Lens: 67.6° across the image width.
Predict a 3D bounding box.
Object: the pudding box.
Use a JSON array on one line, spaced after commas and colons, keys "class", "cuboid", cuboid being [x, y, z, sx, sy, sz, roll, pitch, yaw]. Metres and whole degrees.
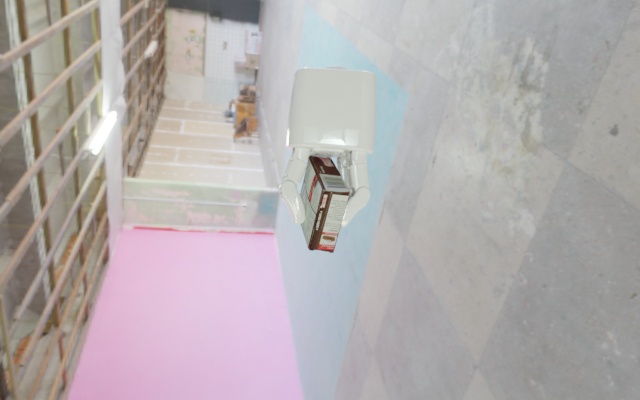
[{"class": "pudding box", "cuboid": [0.000, 0.002, 0.637, 0.039, 0.090, 0.113, 7, 26, -14]}]
